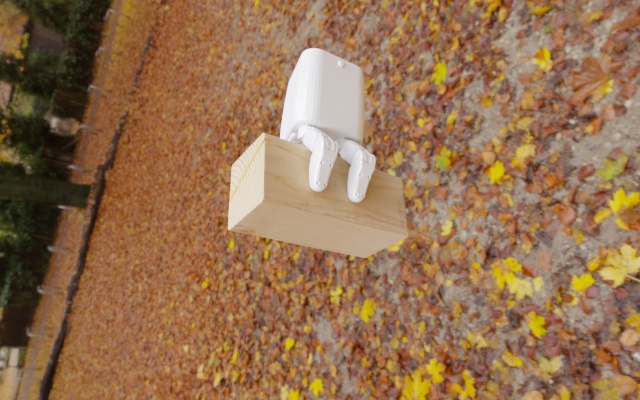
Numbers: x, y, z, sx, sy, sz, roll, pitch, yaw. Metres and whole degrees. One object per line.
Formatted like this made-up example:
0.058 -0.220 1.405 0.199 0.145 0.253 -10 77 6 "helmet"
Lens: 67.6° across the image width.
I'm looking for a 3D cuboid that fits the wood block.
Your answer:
0.000 0.002 0.596 0.206 0.090 0.091 15 -31 -31 "wood block"
